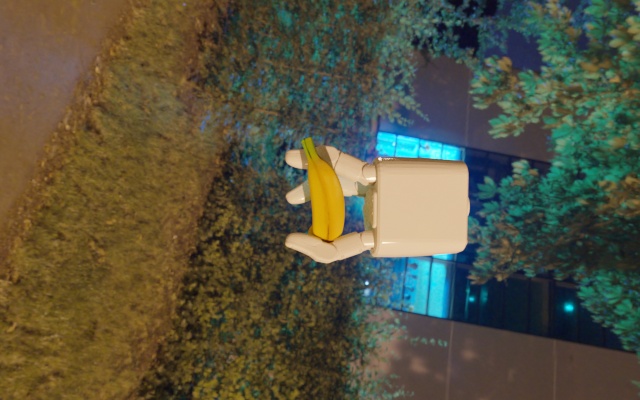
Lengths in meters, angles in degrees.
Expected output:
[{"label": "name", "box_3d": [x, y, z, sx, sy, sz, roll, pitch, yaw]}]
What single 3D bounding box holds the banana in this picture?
[{"label": "banana", "box_3d": [0.004, 0.015, 0.555, 0.037, 0.069, 0.198, -11, -35, -8]}]
